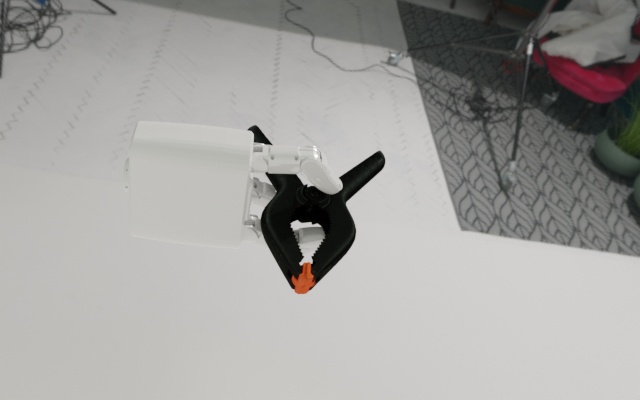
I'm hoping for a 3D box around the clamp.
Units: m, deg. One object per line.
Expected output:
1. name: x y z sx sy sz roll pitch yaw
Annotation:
1. clamp: 0.000 0.001 0.495 0.164 0.209 0.036 5 -44 -11
